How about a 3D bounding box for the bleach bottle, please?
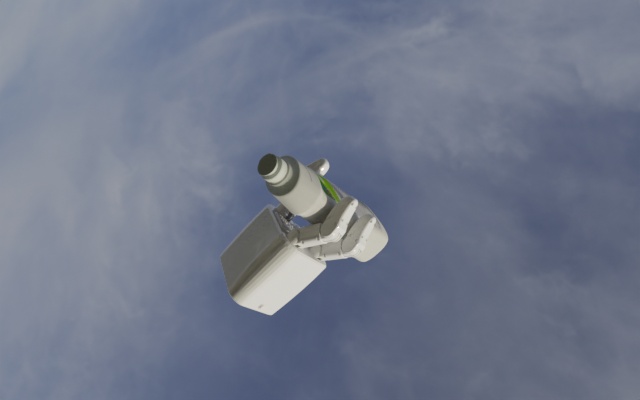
[{"bbox_3d":[0.000,0.002,0.643,0.251,0.068,0.102,37,13,-50],"label":"bleach bottle"}]
